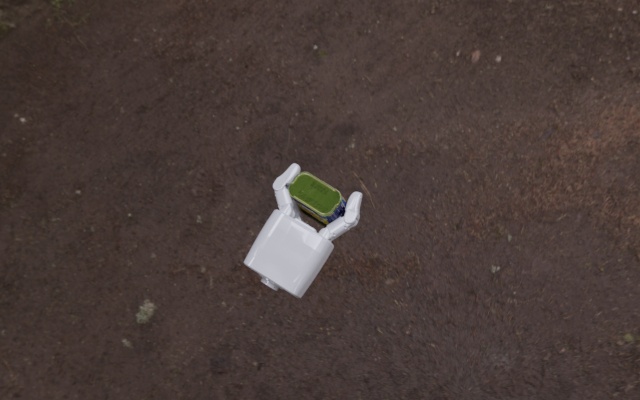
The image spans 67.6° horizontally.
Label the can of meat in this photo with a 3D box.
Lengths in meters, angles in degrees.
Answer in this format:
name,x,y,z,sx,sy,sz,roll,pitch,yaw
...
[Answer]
name,x,y,z,sx,sy,sz,roll,pitch,yaw
can of meat,0.000,0.003,0.830,0.102,0.057,0.084,32,-9,25
